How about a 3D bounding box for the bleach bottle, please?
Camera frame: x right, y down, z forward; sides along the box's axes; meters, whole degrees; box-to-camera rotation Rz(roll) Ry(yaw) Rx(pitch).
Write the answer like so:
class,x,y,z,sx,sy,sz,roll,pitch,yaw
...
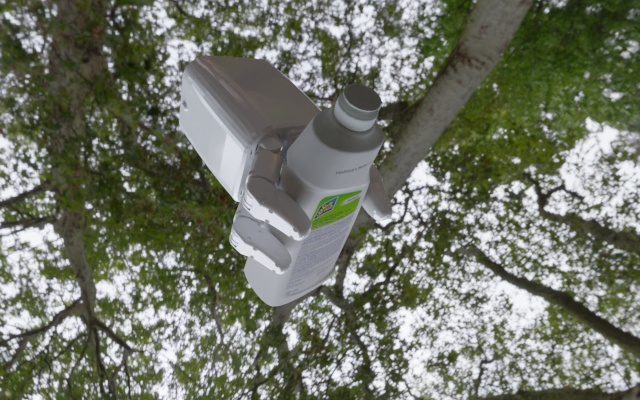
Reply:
class,x,y,z,sx,sy,sz,roll,pitch,yaw
bleach bottle,0.000,0.001,0.428,0.102,0.068,0.251,-26,-25,-35
